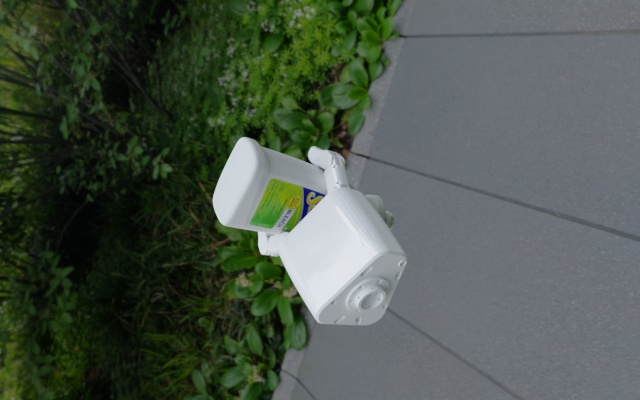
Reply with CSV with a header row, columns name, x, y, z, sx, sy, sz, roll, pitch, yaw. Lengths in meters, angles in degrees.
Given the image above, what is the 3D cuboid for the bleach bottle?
name,x,y,z,sx,sy,sz,roll,pitch,yaw
bleach bottle,0.000,0.002,0.600,0.251,0.103,0.068,13,29,-36
